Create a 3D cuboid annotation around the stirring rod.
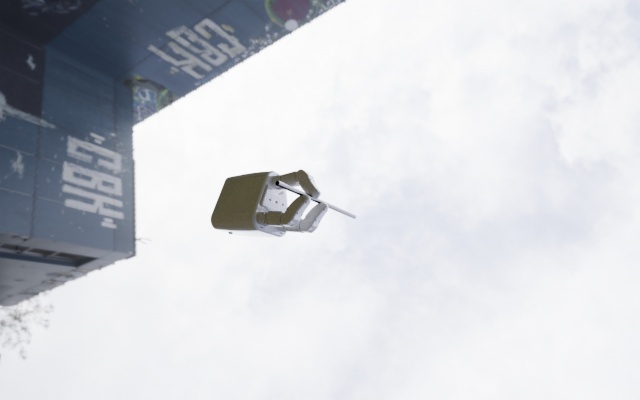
[{"bbox_3d":[0.000,0.003,0.805,0.011,0.011,0.239,0,-14,33],"label":"stirring rod"}]
